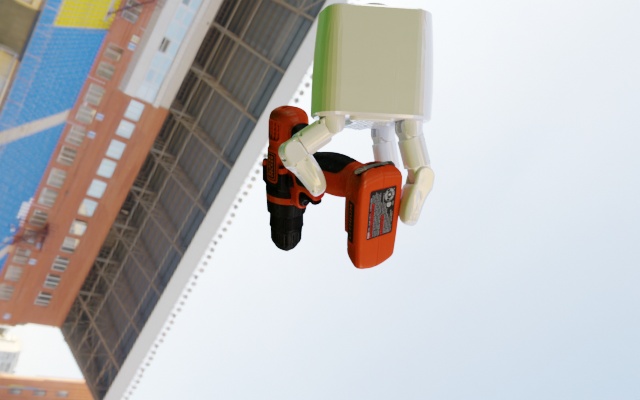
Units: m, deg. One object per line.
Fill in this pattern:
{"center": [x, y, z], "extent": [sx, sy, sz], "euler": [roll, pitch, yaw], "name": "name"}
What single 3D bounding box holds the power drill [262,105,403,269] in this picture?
{"center": [0.000, 0.002, 0.527], "extent": [0.057, 0.184, 0.187], "euler": [-18, 31, -35], "name": "power drill"}
